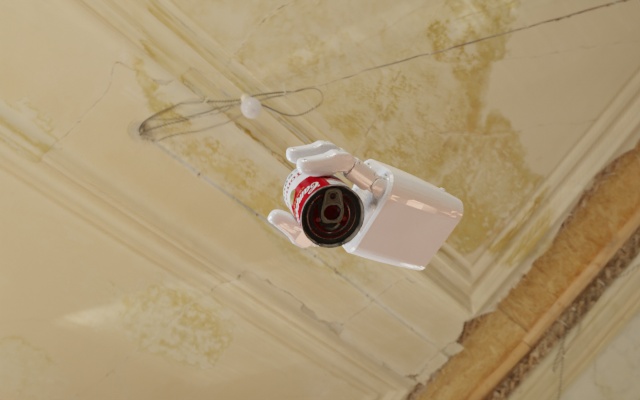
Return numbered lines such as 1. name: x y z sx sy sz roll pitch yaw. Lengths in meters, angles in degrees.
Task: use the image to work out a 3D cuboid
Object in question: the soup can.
1. soup can: 0.000 0.002 0.530 0.068 0.068 0.102 0 17 -16
